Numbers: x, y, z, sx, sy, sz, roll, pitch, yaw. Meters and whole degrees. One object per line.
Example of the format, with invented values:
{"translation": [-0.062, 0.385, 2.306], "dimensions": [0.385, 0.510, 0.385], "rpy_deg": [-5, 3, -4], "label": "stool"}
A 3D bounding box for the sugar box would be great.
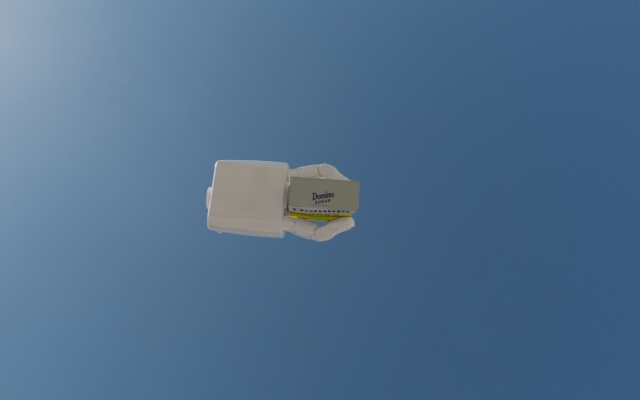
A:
{"translation": [0.000, 0.003, 0.697], "dimensions": [0.093, 0.048, 0.176], "rpy_deg": [4, -5, -2], "label": "sugar box"}
